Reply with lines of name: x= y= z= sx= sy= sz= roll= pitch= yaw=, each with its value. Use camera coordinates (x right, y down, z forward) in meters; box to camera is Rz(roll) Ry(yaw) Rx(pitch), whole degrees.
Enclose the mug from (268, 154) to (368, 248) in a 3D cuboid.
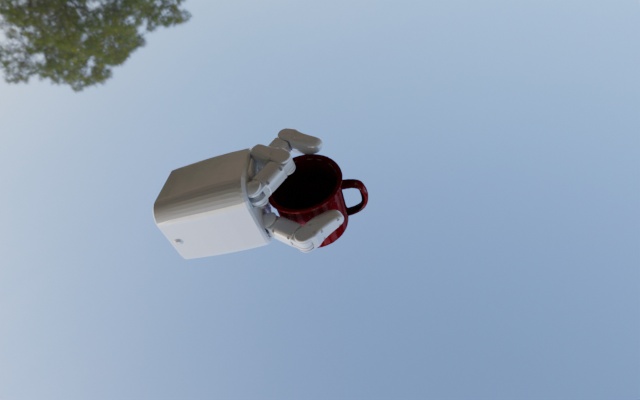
mug: x=0.002 y=0.002 z=0.581 sx=0.117 sy=0.093 sz=0.082 roll=-11 pitch=-43 yaw=7
